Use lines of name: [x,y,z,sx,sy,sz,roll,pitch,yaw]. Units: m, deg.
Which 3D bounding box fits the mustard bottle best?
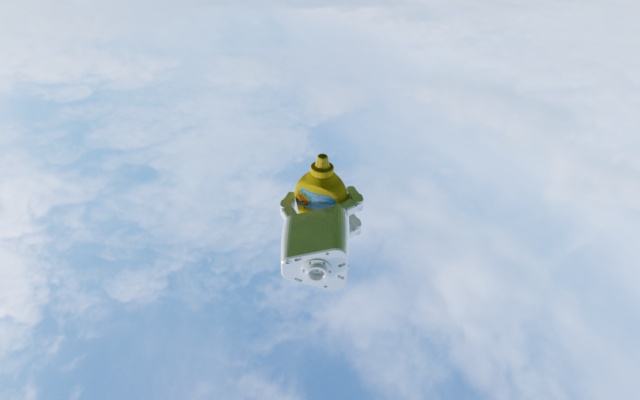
mustard bottle: [0.000,0.003,0.862,0.096,0.192,0.058,16,38,19]
